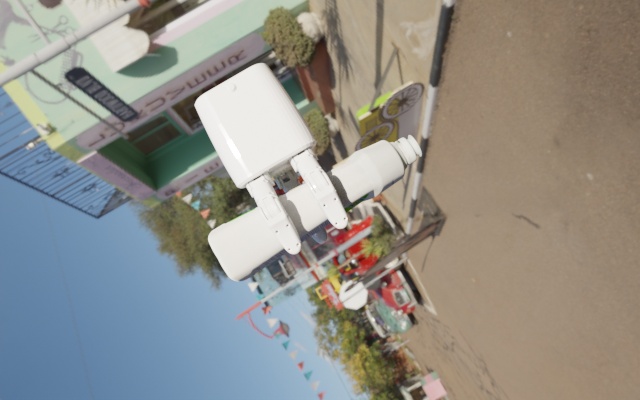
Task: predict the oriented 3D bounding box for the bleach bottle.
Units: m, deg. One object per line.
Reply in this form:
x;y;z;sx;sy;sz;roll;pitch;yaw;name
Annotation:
0.000;0.002;0.549;0.251;0.068;0.102;-30;-3;-1;bleach bottle
